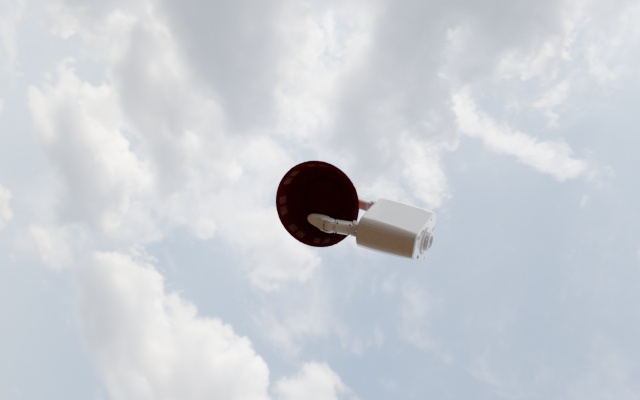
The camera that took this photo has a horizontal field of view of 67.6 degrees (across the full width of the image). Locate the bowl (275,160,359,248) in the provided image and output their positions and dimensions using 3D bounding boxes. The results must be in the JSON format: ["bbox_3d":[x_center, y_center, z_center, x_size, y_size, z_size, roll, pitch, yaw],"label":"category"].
[{"bbox_3d":[-0.001,0.002,0.889,0.162,0.162,0.055,0,11,19],"label":"bowl"}]
